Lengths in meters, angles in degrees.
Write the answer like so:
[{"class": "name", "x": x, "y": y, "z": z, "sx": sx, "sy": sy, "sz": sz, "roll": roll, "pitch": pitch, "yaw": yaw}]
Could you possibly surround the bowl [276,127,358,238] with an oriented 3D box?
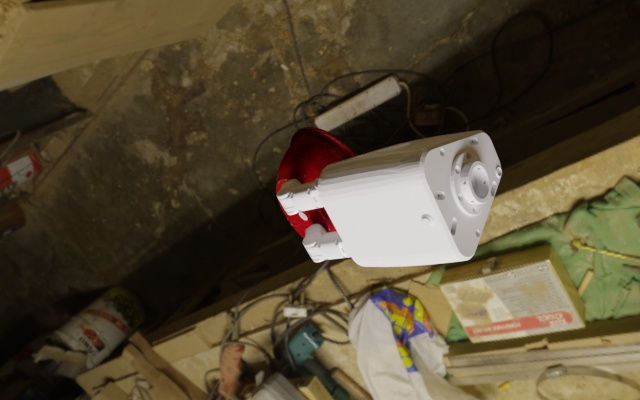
[{"class": "bowl", "x": -0.001, "y": 0.002, "z": 0.534, "sx": 0.055, "sy": 0.162, "sz": 0.162, "roll": -36, "pitch": 17, "yaw": -25}]
